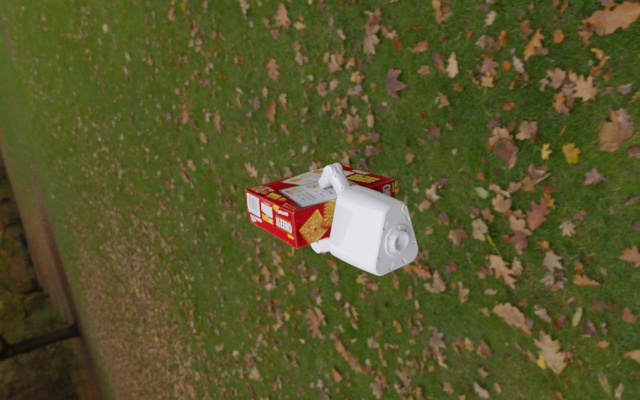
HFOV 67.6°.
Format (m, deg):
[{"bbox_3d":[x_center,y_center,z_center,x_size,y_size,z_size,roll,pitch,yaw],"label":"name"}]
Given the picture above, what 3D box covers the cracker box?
[{"bbox_3d":[0.000,0.003,0.846,0.213,0.072,0.164,-17,23,-32],"label":"cracker box"}]
